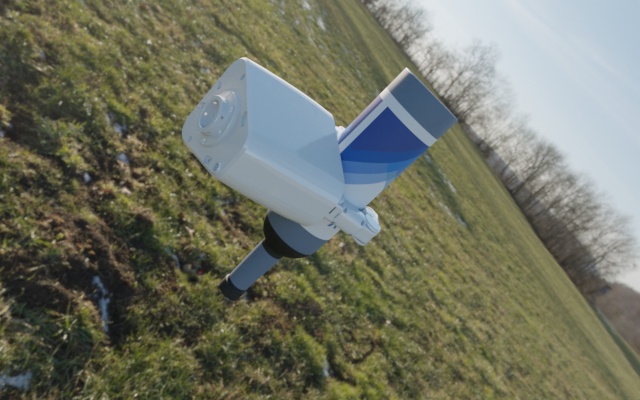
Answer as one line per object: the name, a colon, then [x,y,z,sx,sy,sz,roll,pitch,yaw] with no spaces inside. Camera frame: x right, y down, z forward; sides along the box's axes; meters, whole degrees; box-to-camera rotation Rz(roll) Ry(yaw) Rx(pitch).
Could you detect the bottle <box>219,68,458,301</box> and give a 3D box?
bottle: [0.000,0.001,0.474,0.296,0.069,0.069,-44,-17,19]
